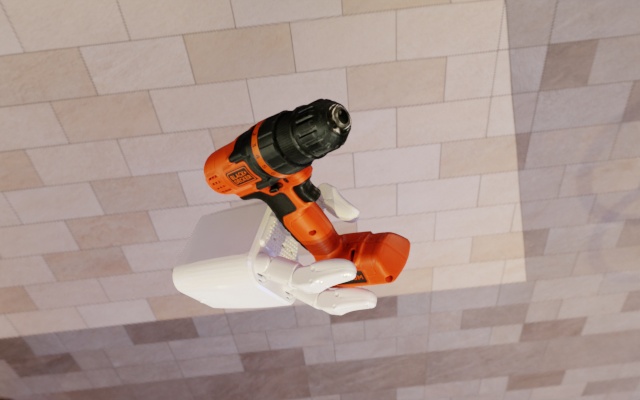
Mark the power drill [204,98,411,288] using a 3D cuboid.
[{"bbox_3d":[0.000,0.002,0.439,0.184,0.057,0.188,-14,-55,49],"label":"power drill"}]
